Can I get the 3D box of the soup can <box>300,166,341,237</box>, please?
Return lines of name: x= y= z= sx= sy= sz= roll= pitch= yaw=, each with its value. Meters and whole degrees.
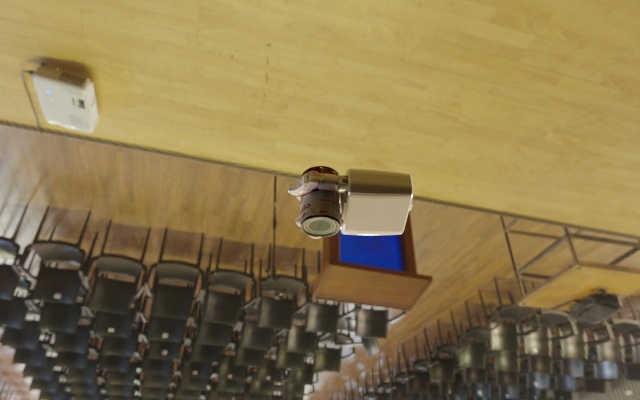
soup can: x=0.000 y=0.003 z=0.799 sx=0.068 sy=0.102 sz=0.069 roll=0 pitch=-35 yaw=0
